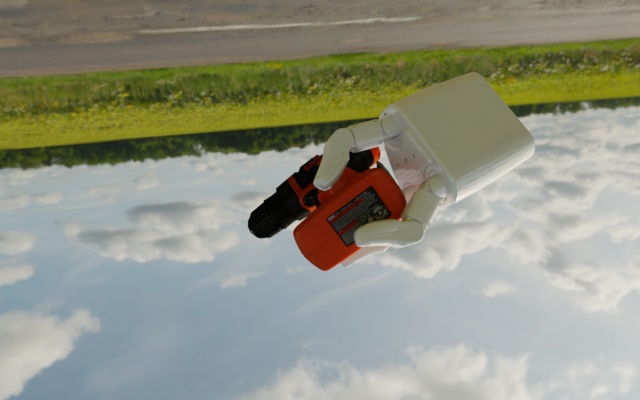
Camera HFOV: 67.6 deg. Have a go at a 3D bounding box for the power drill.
[{"bbox_3d":[0.000,0.002,0.507,0.184,0.057,0.187,-38,20,3],"label":"power drill"}]
